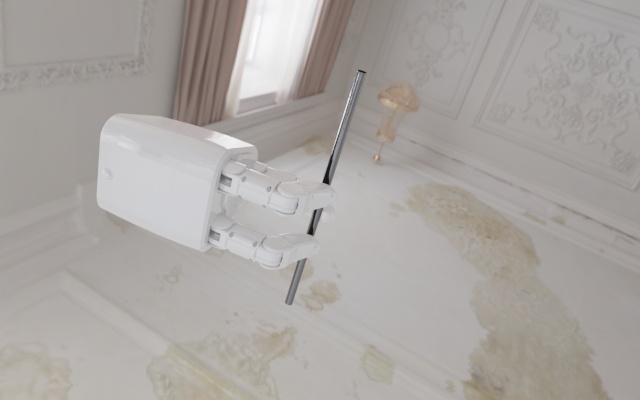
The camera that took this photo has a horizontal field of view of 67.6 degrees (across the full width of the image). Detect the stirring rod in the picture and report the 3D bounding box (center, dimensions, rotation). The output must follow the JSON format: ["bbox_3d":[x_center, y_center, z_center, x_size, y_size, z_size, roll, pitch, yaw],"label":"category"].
[{"bbox_3d":[0.000,0.001,0.427,0.011,0.240,0.011,14,28,-7],"label":"stirring rod"}]
